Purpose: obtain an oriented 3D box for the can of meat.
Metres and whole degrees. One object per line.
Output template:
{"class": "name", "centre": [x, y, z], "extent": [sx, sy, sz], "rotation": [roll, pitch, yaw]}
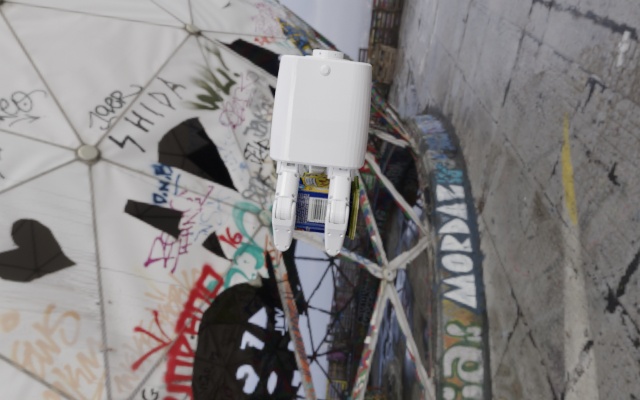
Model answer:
{"class": "can of meat", "centre": [0.000, 0.002, 0.553], "extent": [0.084, 0.057, 0.102], "rotation": [7, 16, 1]}
